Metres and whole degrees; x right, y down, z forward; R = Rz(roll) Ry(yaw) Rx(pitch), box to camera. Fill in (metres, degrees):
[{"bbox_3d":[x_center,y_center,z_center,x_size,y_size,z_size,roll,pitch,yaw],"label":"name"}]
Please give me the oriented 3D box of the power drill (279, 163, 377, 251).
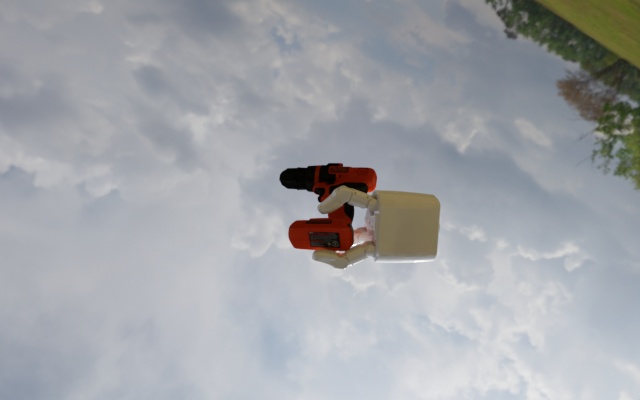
[{"bbox_3d":[0.000,0.003,0.838,0.184,0.057,0.187,0,41,14],"label":"power drill"}]
